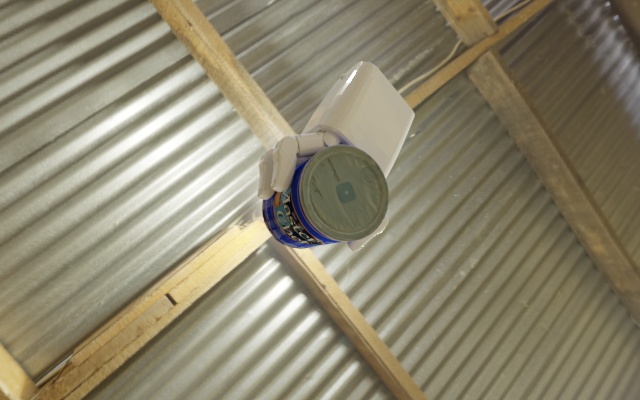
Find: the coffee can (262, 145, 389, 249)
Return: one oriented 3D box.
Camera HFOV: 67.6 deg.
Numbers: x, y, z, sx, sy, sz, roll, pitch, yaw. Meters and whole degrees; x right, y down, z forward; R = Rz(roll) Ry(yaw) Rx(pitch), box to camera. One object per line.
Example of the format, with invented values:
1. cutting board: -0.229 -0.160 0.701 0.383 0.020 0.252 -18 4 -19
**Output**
1. coffee can: 0.000 0.002 0.559 0.103 0.103 0.140 0 -9 -24
